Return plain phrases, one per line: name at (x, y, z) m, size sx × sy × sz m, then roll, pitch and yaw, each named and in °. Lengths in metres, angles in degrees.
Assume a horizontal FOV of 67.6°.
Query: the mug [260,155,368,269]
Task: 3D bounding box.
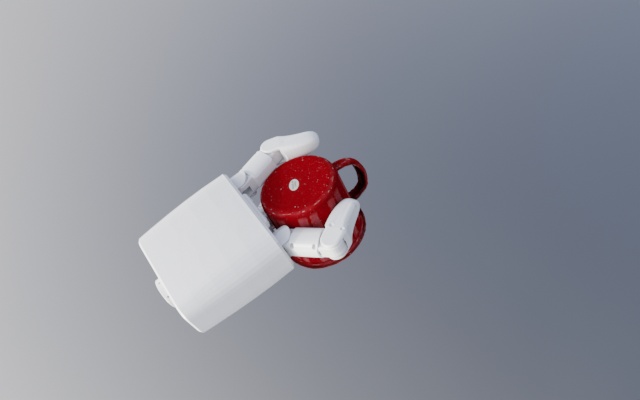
mug at (0.001, 0.001, 0.488) m, size 0.117 × 0.082 × 0.093 m, roll -38°, pitch 45°, yaw -9°
